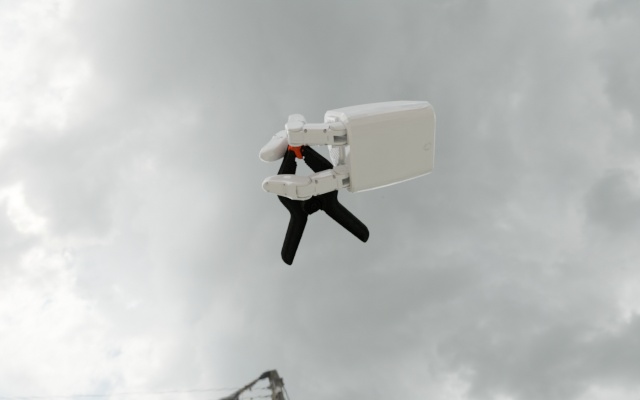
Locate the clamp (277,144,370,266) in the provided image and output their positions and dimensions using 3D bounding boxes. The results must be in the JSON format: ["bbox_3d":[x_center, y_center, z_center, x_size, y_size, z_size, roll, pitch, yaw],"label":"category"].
[{"bbox_3d":[0.000,0.002,0.604,0.120,0.172,0.039,-12,32,-11],"label":"clamp"}]
